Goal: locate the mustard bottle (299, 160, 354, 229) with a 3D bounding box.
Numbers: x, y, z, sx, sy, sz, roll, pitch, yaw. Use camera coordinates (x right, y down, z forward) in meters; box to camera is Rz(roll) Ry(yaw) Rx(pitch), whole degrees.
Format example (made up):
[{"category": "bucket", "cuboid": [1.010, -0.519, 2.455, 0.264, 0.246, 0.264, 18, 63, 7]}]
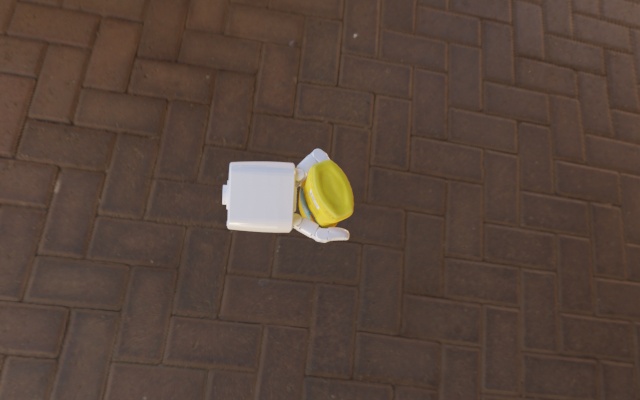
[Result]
[{"category": "mustard bottle", "cuboid": [0.001, 0.003, 0.818, 0.058, 0.096, 0.192, -23, -7, -16]}]
